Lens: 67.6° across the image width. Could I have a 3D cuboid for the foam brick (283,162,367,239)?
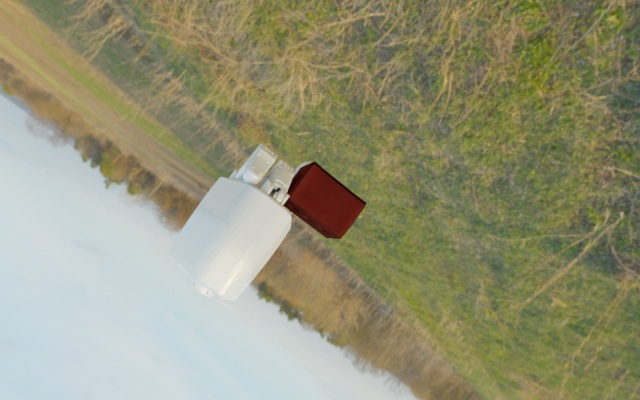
[{"bbox_3d":[0.000,0.002,0.540,0.078,0.051,0.053,38,-15,-14],"label":"foam brick"}]
